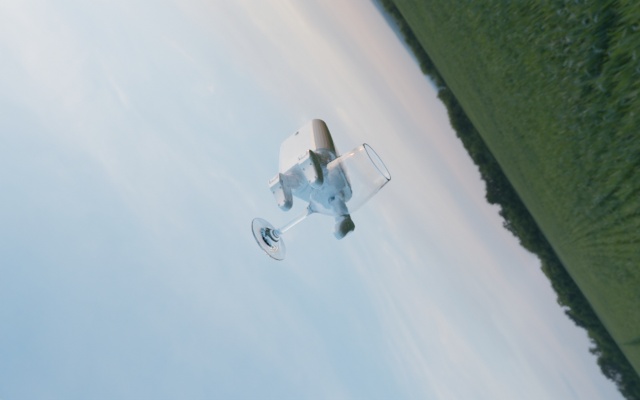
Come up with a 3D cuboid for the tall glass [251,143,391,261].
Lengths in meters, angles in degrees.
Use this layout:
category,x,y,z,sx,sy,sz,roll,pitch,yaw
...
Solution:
category,x,y,z,sx,sy,sz,roll,pitch,yaw
tall glass,0.000,0.003,0.675,0.201,0.079,0.079,-35,-13,19
